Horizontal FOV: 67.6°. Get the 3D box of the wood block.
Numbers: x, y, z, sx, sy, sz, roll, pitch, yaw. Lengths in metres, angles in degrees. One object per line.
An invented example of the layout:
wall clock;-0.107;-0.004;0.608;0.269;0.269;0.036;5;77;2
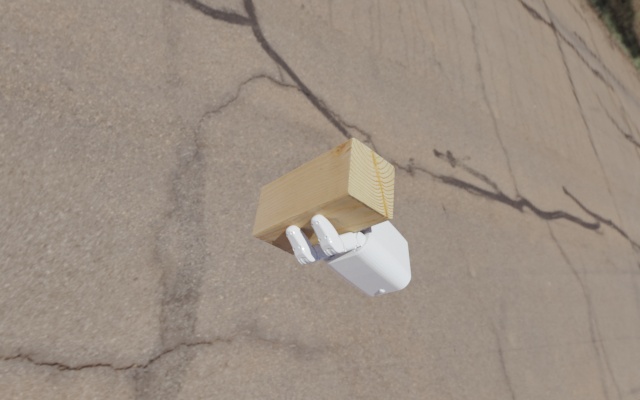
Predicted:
wood block;0.001;0.002;0.706;0.090;0.090;0.206;30;-37;-33
